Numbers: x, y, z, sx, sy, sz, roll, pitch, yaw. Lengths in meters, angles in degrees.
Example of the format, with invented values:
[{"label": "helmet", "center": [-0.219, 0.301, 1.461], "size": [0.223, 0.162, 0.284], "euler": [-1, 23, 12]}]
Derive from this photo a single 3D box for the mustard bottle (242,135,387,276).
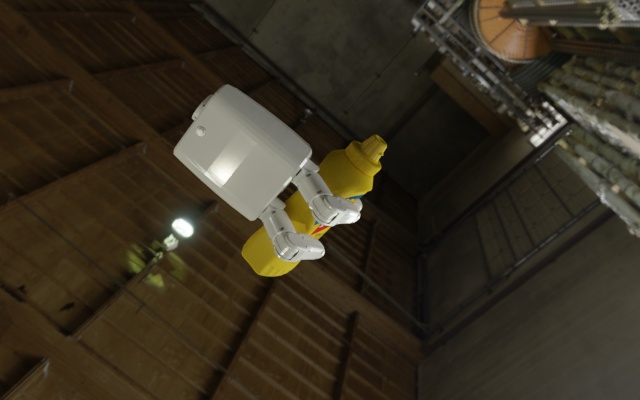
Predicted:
[{"label": "mustard bottle", "center": [0.000, 0.002, 0.523], "size": [0.192, 0.058, 0.096], "euler": [-47, -15, 23]}]
